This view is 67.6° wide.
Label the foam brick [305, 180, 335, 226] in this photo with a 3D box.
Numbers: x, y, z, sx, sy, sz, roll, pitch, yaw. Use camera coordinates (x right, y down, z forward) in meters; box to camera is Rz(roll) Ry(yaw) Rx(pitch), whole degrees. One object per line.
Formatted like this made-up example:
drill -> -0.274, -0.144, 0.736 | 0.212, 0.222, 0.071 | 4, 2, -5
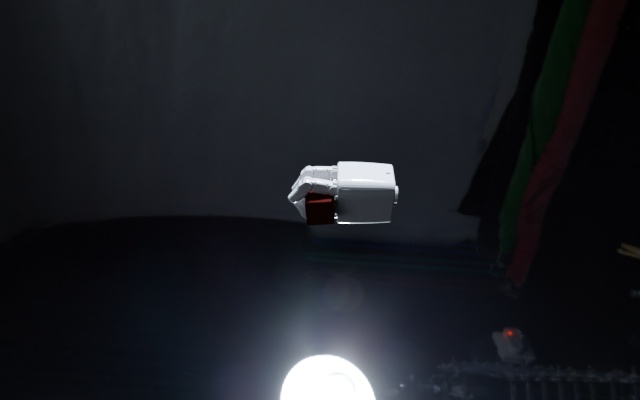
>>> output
foam brick -> 0.000, 0.003, 0.899 | 0.051, 0.053, 0.078 | -2, 35, 5
